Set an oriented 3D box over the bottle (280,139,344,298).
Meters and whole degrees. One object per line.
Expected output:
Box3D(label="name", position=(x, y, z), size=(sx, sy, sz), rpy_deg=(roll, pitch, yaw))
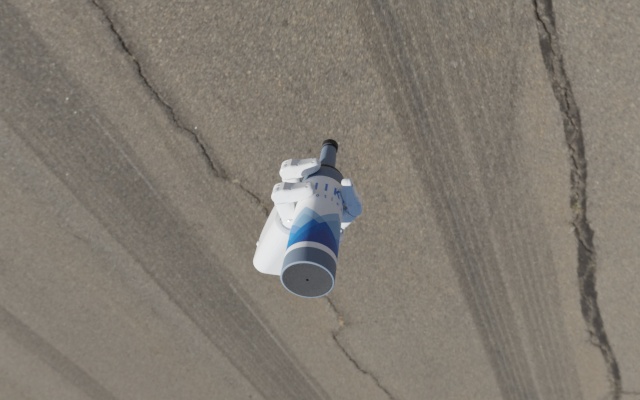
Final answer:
Box3D(label="bottle", position=(0.000, 0.002, 0.685), size=(0.069, 0.069, 0.295), rpy_deg=(0, 40, 8))
